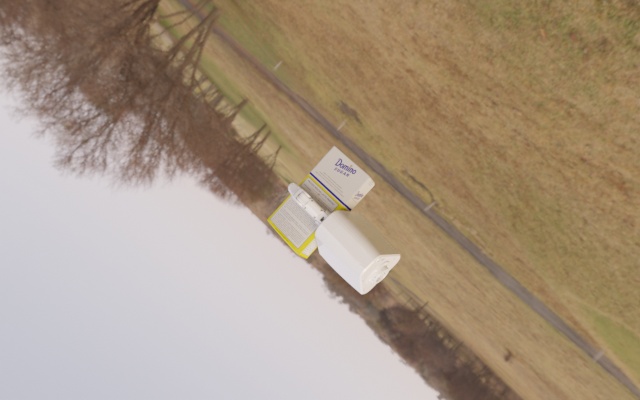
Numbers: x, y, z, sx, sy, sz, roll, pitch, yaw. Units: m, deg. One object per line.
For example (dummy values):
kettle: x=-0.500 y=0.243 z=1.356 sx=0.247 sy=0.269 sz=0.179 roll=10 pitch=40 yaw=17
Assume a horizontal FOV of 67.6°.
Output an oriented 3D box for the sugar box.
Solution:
sugar box: x=0.000 y=0.003 z=0.816 sx=0.093 sy=0.176 sz=0.048 roll=45 pitch=1 yaw=26
